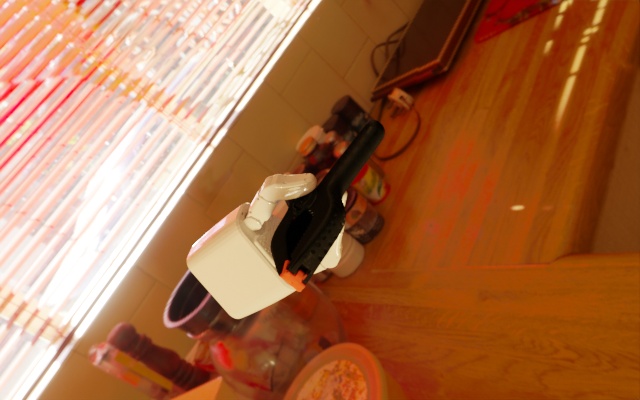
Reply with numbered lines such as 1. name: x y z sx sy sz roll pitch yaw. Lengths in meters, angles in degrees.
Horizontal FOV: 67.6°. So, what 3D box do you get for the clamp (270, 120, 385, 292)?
1. clamp: -0.001 0.002 0.516 0.164 0.209 0.036 -33 -62 29
